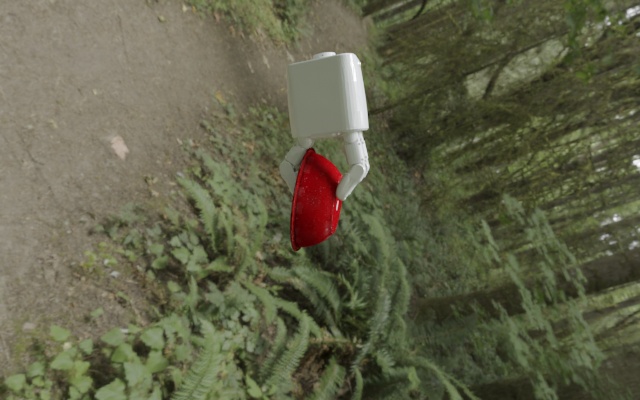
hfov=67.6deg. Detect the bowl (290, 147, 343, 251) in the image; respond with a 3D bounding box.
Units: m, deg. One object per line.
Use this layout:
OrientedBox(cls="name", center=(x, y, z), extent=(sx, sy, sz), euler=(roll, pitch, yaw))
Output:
OrientedBox(cls="bowl", center=(0.000, 0.004, 0.730), extent=(0.055, 0.162, 0.162), euler=(9, 1, 9))
